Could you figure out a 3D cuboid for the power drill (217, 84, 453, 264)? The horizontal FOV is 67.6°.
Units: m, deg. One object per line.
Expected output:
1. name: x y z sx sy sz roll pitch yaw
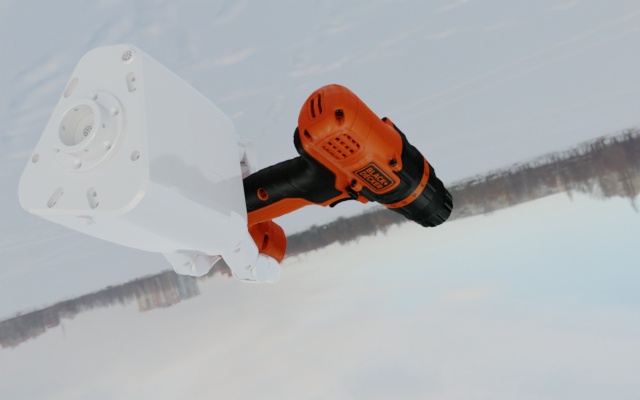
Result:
1. power drill: 0.000 0.001 0.405 0.188 0.057 0.184 -28 -42 27
